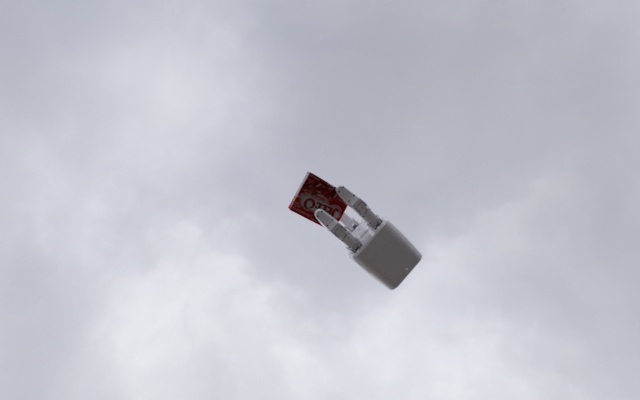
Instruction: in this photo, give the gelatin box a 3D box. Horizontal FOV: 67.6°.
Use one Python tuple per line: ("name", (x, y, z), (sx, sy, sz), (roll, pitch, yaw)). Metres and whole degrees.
("gelatin box", (0.000, 0.002, 0.821), (0.089, 0.073, 0.030), (29, 1, -14))
